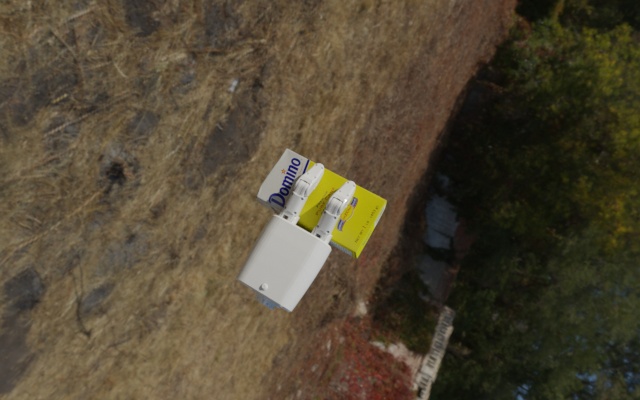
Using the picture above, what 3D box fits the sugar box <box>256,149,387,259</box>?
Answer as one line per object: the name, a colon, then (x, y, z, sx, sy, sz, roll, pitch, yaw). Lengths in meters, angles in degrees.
sugar box: (0.000, 0.002, 0.714, 0.176, 0.093, 0.048, 28, -14, 13)
